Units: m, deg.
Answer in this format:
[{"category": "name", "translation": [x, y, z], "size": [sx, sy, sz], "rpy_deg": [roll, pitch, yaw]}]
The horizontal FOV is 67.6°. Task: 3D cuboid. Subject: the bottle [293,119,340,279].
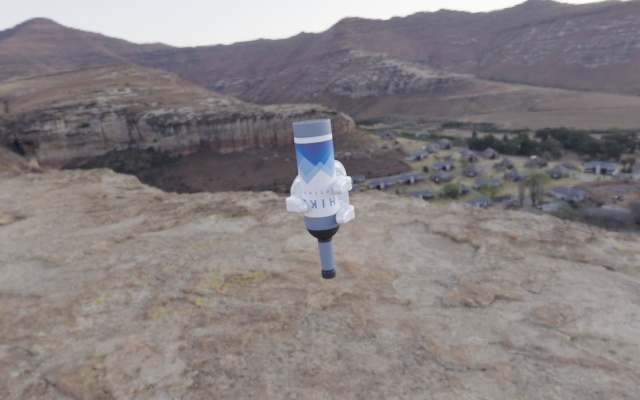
[{"category": "bottle", "translation": [0.000, 0.003, 0.872], "size": [0.069, 0.296, 0.069], "rpy_deg": [-6, 15, 2]}]
